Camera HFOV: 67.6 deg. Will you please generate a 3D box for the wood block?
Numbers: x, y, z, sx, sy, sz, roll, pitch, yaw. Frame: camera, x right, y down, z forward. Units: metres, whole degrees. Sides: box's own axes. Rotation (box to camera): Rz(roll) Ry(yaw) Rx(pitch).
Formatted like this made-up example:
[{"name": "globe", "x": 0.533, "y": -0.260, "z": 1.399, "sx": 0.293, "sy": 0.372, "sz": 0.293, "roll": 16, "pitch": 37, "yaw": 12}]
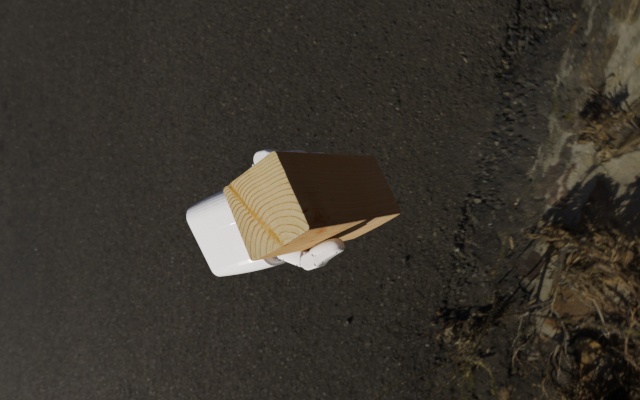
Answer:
[{"name": "wood block", "x": 0.000, "y": 0.002, "z": 0.575, "sx": 0.090, "sy": 0.091, "sz": 0.206, "roll": -32, "pitch": -14, "yaw": 32}]
